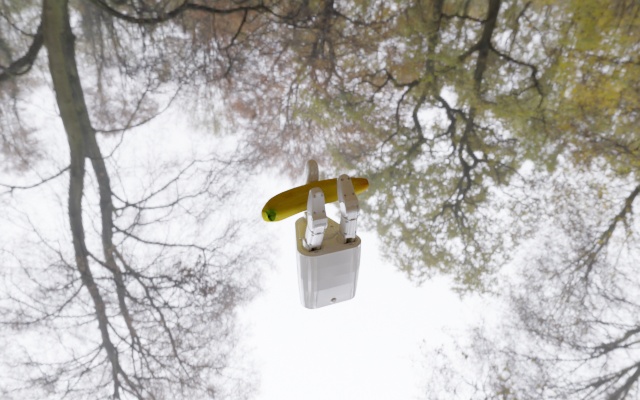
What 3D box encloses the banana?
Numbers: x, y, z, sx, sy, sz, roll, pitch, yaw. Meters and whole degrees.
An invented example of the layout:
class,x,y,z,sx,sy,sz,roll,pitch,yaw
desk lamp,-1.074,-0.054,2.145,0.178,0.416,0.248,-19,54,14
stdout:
class,x,y,z,sx,sy,sz,roll,pitch,yaw
banana,-0.015,-0.001,0.691,0.197,0.037,0.069,-22,27,-40
